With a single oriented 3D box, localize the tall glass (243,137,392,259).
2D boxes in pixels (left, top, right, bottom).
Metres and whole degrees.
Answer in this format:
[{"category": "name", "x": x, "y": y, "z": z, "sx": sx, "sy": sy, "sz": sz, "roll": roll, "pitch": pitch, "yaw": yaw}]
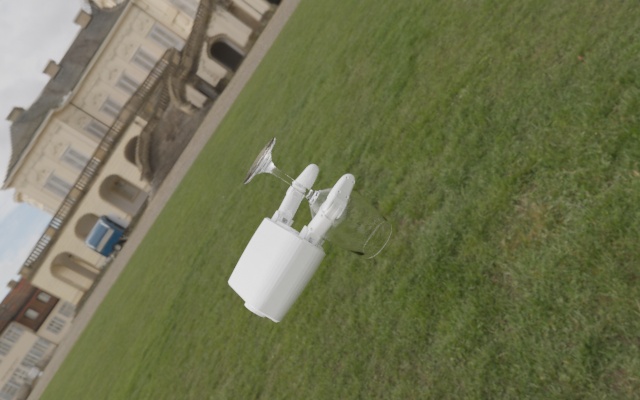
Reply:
[{"category": "tall glass", "x": 0.000, "y": 0.002, "z": 0.642, "sx": 0.201, "sy": 0.079, "sz": 0.079, "roll": 34, "pitch": -10, "yaw": -15}]
